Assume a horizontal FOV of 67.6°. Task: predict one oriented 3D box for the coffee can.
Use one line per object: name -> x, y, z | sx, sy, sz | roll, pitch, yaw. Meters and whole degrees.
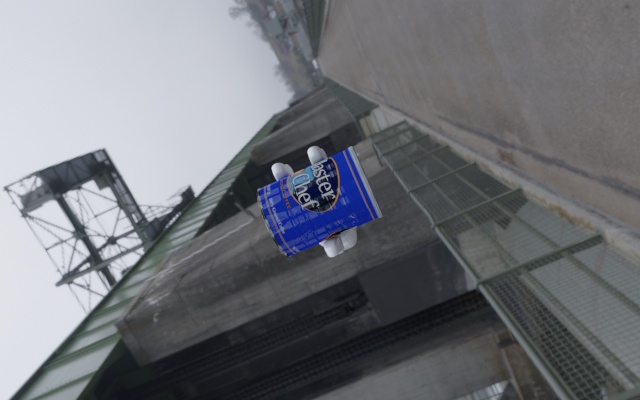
coffee can -> 0.000, 0.002, 0.642 | 0.140, 0.103, 0.103 | -24, -3, 6
